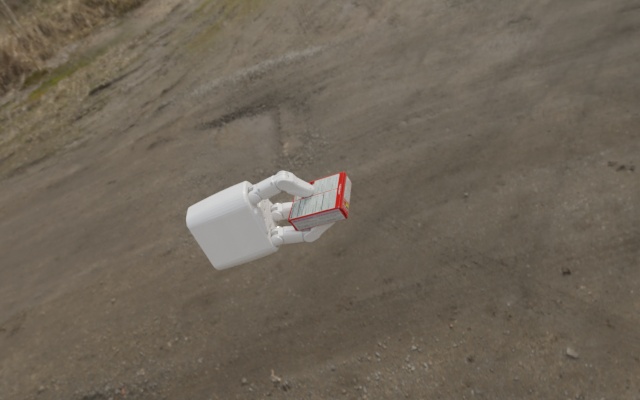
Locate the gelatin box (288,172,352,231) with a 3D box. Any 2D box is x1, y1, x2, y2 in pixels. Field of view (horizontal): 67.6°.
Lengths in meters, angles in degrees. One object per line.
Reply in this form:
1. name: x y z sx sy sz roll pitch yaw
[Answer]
1. gelatin box: 0.000 0.002 0.713 0.089 0.073 0.030 -16 -48 26
